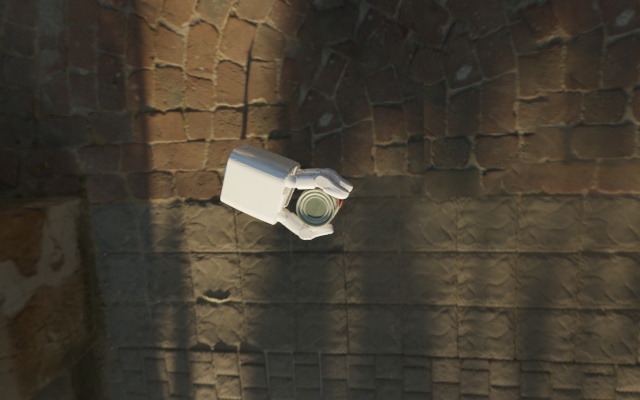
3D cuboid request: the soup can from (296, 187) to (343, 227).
[{"bbox_3d":[0.000,0.003,0.836,0.068,0.068,0.102,0,12,11],"label":"soup can"}]
